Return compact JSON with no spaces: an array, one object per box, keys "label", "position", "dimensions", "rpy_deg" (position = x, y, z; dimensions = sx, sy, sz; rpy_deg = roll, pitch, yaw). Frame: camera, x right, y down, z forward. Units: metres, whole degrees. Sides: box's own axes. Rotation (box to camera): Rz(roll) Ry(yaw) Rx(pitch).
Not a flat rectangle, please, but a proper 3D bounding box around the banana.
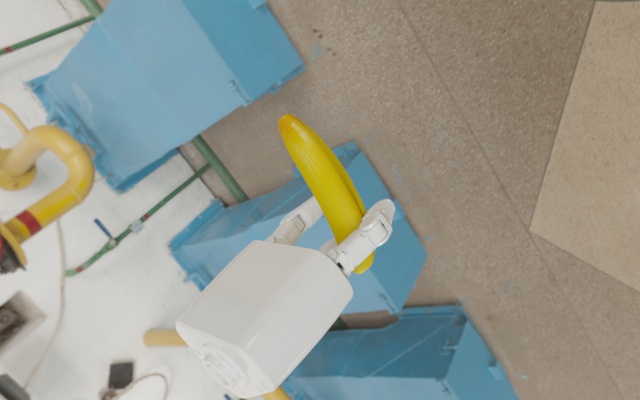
[{"label":"banana","position":[0.014,0.008,0.463],"dimensions":[0.069,0.198,0.037],"rpy_deg":[16,49,45]}]
